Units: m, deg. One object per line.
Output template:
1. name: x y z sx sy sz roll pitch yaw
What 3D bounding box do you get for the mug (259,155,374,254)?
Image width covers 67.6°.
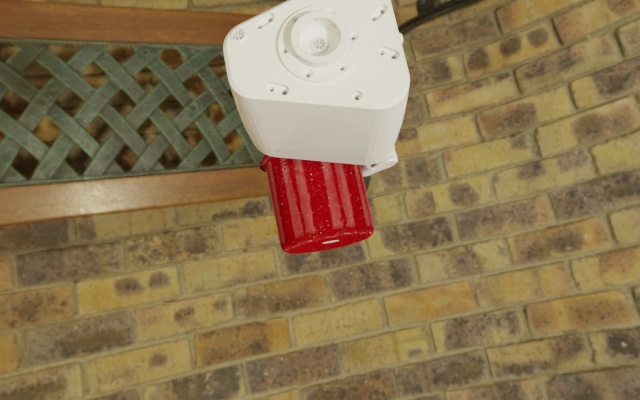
1. mug: 0.000 0.002 0.428 0.093 0.081 0.117 -12 -13 1
